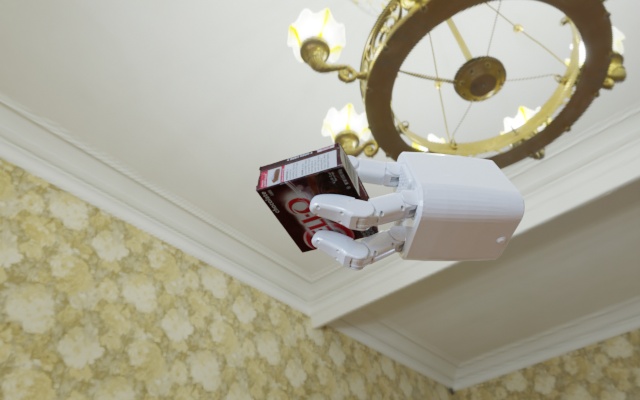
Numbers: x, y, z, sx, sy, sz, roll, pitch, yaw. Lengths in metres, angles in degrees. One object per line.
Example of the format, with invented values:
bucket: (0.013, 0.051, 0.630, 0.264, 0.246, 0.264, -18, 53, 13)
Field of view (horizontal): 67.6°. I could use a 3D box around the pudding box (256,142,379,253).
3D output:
pudding box: (0.000, 0.001, 0.488, 0.090, 0.039, 0.114, -16, -47, 16)
